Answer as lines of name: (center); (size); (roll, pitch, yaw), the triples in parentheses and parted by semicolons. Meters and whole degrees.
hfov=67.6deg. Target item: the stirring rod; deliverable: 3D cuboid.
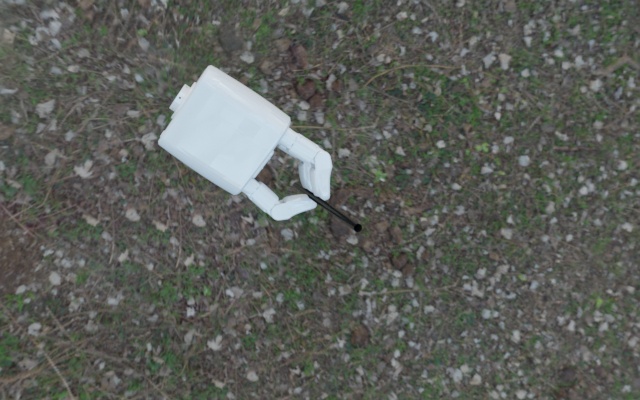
stirring rod: (0.000, 0.002, 0.548); (0.011, 0.011, 0.239); (0, 11, -17)
